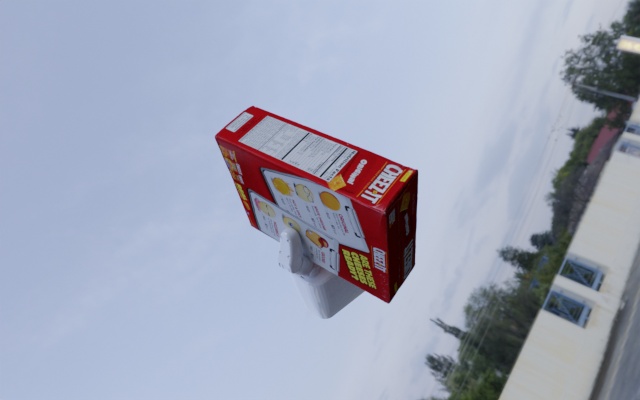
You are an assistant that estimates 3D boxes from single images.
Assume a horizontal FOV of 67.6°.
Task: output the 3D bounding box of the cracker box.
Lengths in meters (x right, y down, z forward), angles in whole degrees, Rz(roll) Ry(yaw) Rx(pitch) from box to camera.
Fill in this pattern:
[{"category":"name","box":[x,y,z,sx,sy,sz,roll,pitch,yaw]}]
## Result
[{"category":"cracker box","box":[0.000,0.002,0.532,0.213,0.072,0.164,25,-32,28]}]
